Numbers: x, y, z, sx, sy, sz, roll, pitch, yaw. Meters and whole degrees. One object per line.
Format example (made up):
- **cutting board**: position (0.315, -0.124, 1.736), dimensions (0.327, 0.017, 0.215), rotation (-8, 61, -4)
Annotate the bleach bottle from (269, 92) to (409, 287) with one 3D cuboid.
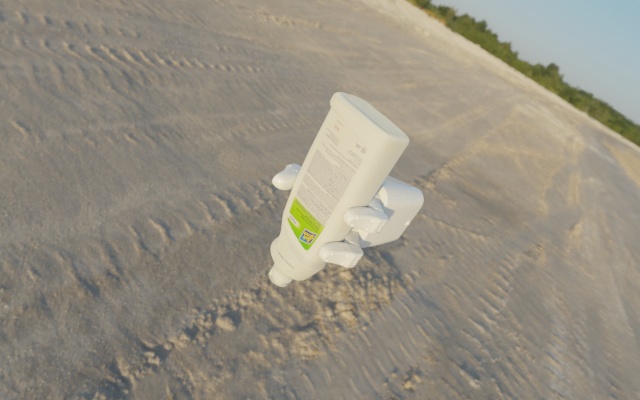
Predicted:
- **bleach bottle**: position (0.000, 0.002, 0.585), dimensions (0.068, 0.251, 0.102), rotation (0, 39, -50)
